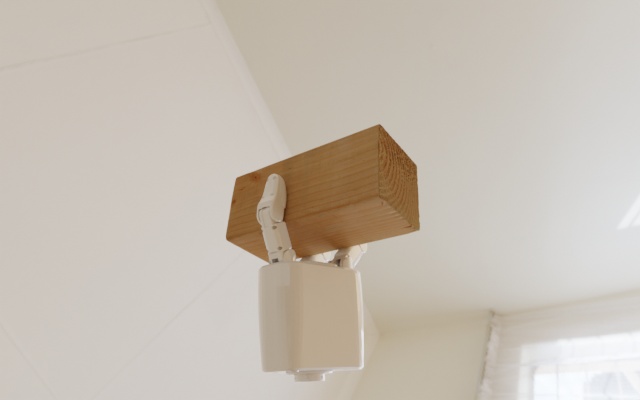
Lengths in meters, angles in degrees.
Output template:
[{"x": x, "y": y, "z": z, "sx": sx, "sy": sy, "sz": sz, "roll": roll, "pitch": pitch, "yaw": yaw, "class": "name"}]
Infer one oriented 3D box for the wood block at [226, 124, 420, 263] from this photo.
[{"x": 0.000, "y": 0.002, "z": 0.553, "sx": 0.206, "sy": 0.090, "sz": 0.091, "roll": -17, "pitch": -36, "yaw": 32, "class": "wood block"}]
